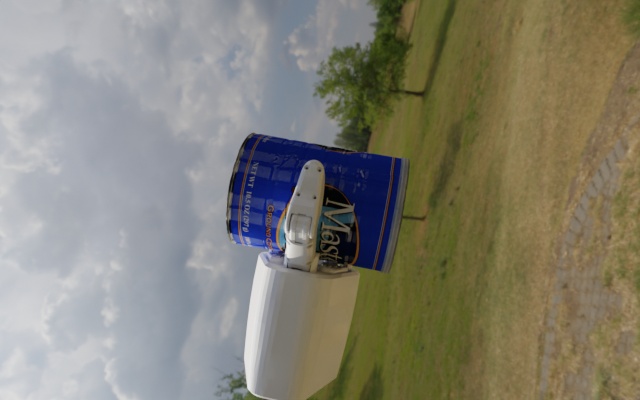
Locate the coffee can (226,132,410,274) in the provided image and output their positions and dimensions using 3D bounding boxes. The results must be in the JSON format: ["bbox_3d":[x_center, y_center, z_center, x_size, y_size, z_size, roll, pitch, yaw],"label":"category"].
[{"bbox_3d":[0.000,0.001,0.425,0.140,0.103,0.103,10,1,6],"label":"coffee can"}]
